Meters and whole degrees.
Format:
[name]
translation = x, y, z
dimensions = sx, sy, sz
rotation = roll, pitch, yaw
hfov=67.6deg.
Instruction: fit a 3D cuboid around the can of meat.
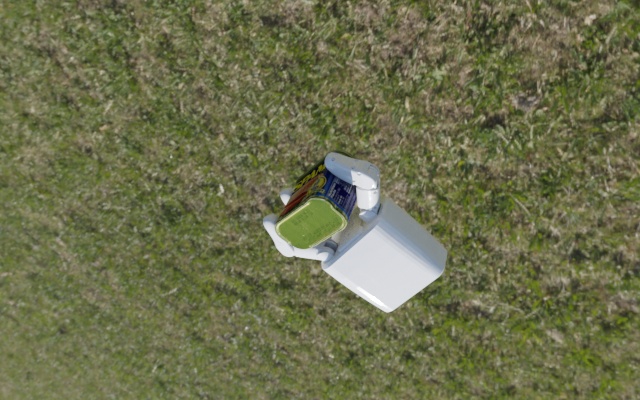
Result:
[can of meat]
translation = 0.000, 0.002, 0.557
dimensions = 0.057, 0.084, 0.102
rotation = 40, -45, -15
